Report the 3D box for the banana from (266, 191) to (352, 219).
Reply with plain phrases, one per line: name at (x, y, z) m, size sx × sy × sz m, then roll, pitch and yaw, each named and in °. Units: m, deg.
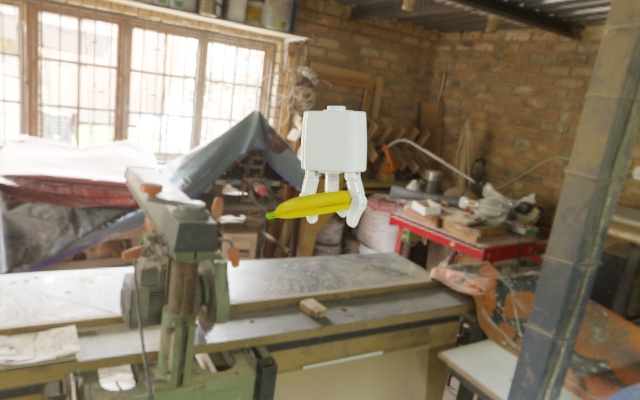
banana at (0.005, 0.004, 0.849) m, size 0.198 × 0.037 × 0.069 m, roll -8°, pitch 5°, yaw -24°
